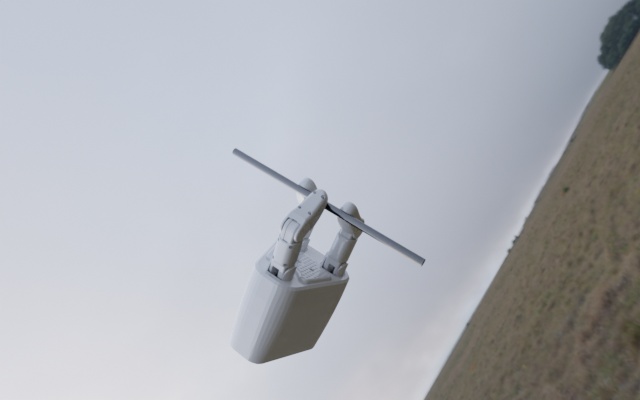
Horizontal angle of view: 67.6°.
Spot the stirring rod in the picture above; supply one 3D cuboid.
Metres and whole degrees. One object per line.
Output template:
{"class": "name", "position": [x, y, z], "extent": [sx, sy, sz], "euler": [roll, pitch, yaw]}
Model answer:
{"class": "stirring rod", "position": [0.000, 0.002, 0.490], "extent": [0.239, 0.011, 0.011], "euler": [31, 12, 22]}
